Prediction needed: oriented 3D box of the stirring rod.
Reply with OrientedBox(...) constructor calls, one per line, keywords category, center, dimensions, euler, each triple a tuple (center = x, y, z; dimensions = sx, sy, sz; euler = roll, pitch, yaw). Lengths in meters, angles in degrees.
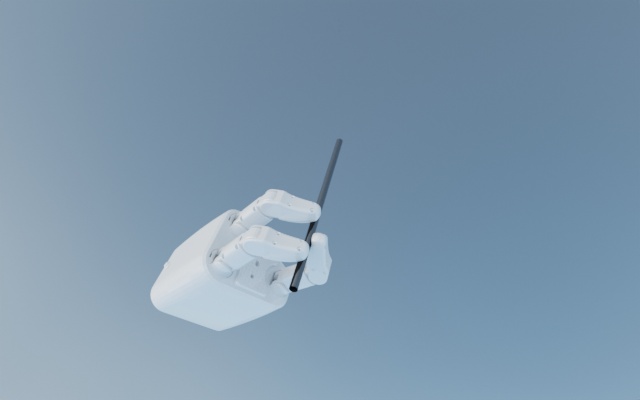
OrientedBox(category="stirring rod", center=(0.000, 0.002, 0.505), dimensions=(0.011, 0.011, 0.239), euler=(0, 39, 15))
